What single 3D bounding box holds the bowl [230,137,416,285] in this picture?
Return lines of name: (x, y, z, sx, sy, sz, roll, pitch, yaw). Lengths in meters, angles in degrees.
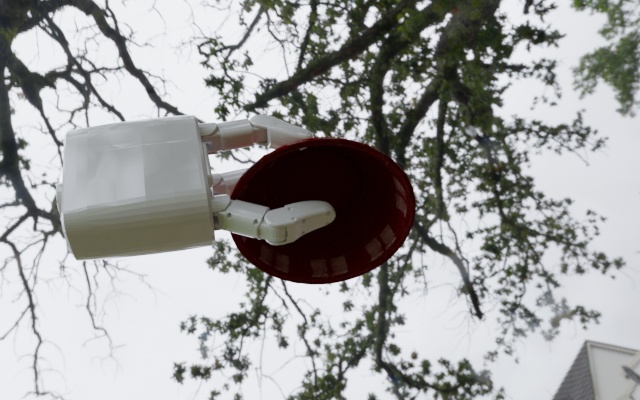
bowl: (0.001, 0.001, 0.429, 0.162, 0.162, 0.055, 0, 38, -5)
